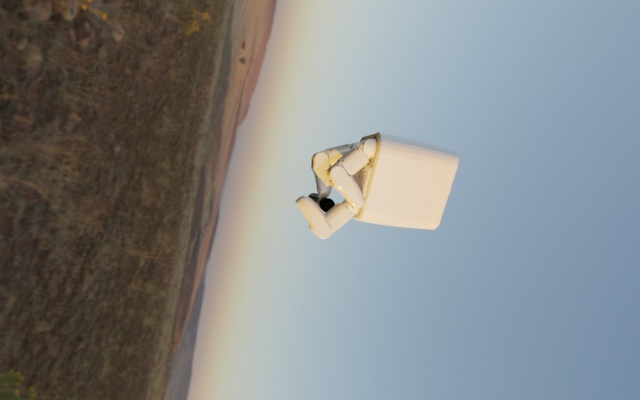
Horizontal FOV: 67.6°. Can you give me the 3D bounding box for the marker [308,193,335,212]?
[{"bbox_3d":[0.000,0.002,0.655,0.020,0.020,0.121,0,4,-10],"label":"marker"}]
